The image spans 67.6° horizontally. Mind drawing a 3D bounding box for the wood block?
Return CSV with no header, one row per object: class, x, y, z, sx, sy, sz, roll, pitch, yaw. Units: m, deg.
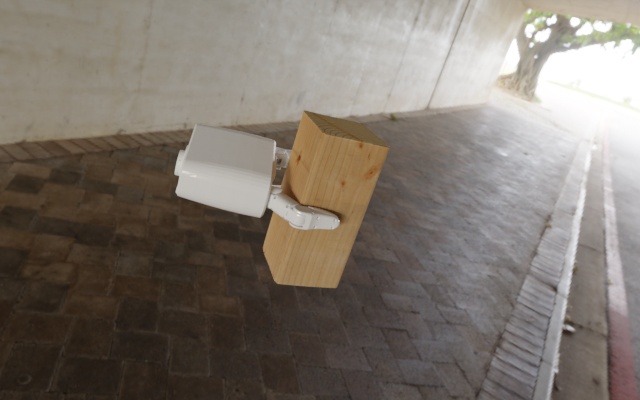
wood block,0.000,0.002,0.622,0.090,0.206,0.090,9,24,-23
